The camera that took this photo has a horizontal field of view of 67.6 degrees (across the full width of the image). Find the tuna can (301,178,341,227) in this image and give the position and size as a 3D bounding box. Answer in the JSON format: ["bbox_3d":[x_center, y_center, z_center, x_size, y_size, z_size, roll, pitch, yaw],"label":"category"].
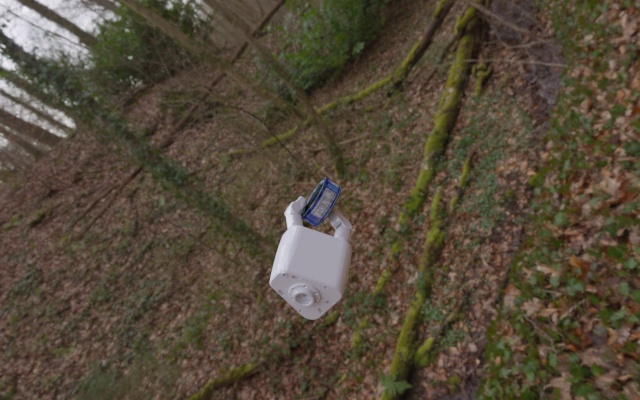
[{"bbox_3d":[0.000,0.002,0.848,0.034,0.086,0.086,32,-6,-9],"label":"tuna can"}]
